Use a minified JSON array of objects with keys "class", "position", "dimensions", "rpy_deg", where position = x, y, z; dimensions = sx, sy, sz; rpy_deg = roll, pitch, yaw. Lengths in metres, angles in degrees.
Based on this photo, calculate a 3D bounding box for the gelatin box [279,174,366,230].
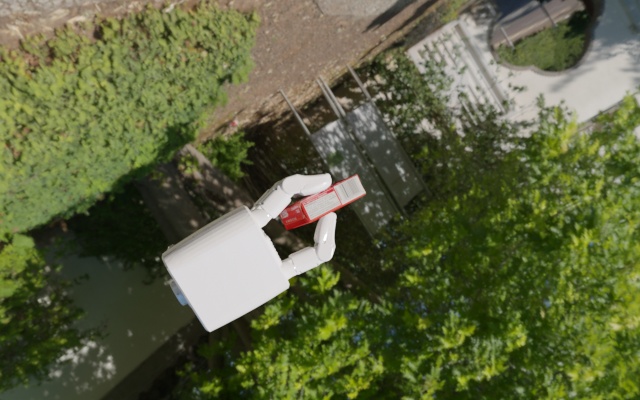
[{"class":"gelatin box","position":[0.001,0.002,0.592],"dimensions":[0.089,0.030,0.073],"rpy_deg":[-26,3,-26]}]
